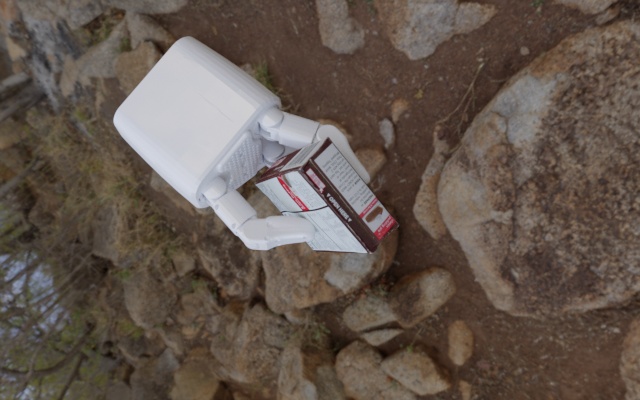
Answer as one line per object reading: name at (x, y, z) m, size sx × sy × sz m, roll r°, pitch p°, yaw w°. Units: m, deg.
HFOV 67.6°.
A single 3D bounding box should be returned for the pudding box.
pudding box at (0.000, 0.001, 0.402) m, size 0.039 × 0.090 × 0.113 m, roll -46°, pitch 14°, yaw -19°
